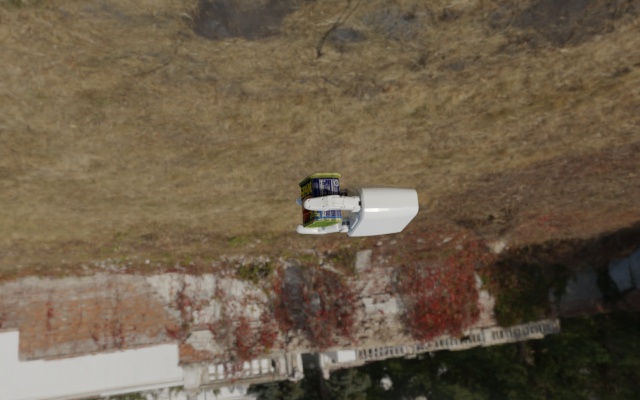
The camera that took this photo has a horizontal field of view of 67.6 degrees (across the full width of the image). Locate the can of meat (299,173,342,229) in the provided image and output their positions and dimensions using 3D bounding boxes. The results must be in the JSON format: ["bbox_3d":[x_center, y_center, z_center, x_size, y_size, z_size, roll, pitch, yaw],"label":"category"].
[{"bbox_3d":[0.000,0.003,0.853,0.057,0.084,0.102,-1,-10,-18],"label":"can of meat"}]
